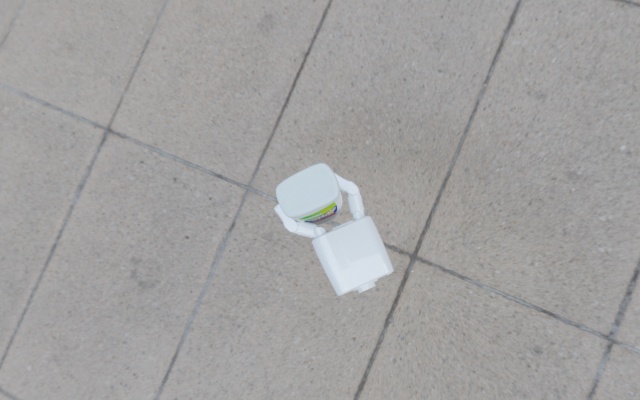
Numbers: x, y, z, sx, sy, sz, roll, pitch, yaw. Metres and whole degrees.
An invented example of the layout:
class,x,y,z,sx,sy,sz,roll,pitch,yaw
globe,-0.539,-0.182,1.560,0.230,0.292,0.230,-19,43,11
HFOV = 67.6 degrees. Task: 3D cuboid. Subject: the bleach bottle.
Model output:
class,x,y,z,sx,sy,sz,roll,pitch,yaw
bleach bottle,0.000,0.003,0.856,0.102,0.068,0.251,-25,-12,6
